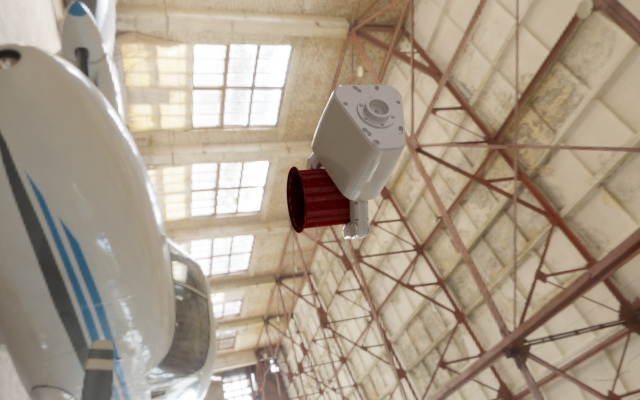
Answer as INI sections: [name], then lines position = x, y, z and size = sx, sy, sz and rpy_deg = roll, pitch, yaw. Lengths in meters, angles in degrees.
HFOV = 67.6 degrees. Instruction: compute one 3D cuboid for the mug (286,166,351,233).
[mug]
position = 0.000, 0.003, 0.684
size = 0.081, 0.093, 0.117
rpy_deg = -5, -30, -19
